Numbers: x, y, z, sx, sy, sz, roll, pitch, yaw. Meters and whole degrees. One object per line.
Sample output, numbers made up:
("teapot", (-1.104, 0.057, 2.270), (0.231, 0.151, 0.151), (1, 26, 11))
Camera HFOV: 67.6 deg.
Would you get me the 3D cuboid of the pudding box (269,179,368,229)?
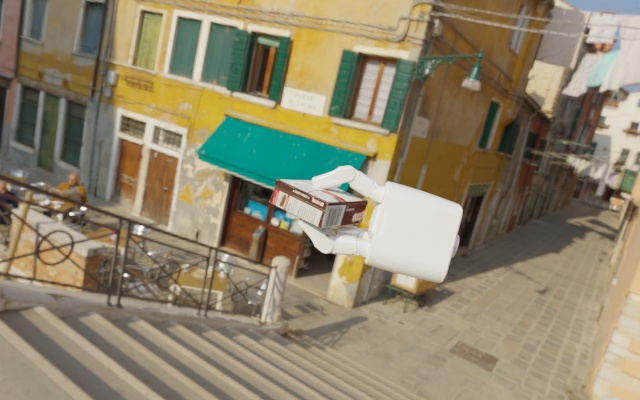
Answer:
("pudding box", (0.000, 0.002, 0.657), (0.090, 0.039, 0.113), (24, 13, 30))
